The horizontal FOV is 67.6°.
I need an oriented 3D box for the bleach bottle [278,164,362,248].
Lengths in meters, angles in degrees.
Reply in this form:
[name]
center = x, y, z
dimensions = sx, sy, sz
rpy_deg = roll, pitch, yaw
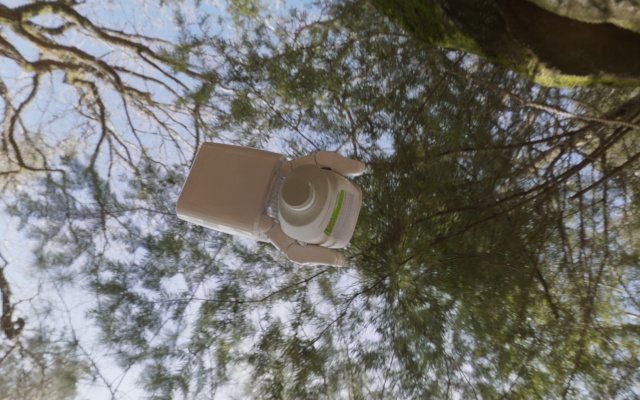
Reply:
[bleach bottle]
center = 0.000, 0.002, 0.563
dimensions = 0.068, 0.102, 0.251
rpy_deg = 13, -6, 11
